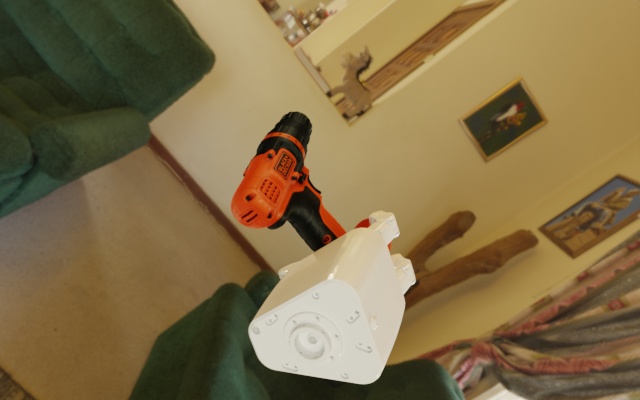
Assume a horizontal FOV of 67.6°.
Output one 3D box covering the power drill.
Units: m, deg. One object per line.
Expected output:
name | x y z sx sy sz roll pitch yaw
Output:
power drill | 0.000 0.002 0.537 0.188 0.184 0.057 41 -50 -18
